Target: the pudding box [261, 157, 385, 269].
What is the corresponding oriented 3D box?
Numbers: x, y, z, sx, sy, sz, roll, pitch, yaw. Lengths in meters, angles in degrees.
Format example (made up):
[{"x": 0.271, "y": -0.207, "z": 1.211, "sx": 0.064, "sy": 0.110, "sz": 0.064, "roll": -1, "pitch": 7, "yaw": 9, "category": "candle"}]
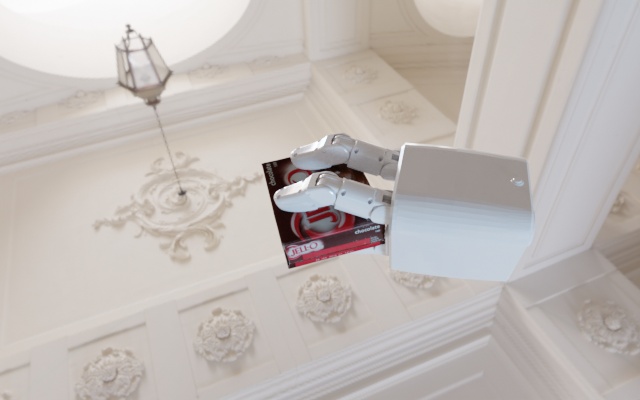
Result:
[{"x": 0.000, "y": 0.002, "z": 0.439, "sx": 0.090, "sy": 0.039, "sz": 0.113, "roll": -13, "pitch": 43, "yaw": -7, "category": "pudding box"}]
